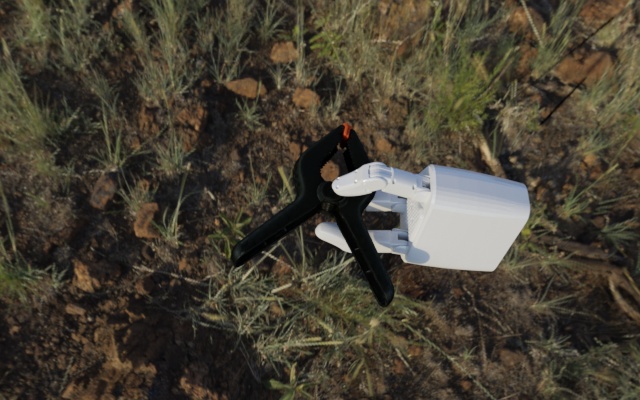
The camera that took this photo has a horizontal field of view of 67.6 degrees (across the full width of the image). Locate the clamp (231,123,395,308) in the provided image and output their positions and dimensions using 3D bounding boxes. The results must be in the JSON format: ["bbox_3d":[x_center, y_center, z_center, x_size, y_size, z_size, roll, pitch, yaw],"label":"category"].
[{"bbox_3d":[0.001,0.001,0.511,0.164,0.209,0.036,11,-32,-8],"label":"clamp"}]
